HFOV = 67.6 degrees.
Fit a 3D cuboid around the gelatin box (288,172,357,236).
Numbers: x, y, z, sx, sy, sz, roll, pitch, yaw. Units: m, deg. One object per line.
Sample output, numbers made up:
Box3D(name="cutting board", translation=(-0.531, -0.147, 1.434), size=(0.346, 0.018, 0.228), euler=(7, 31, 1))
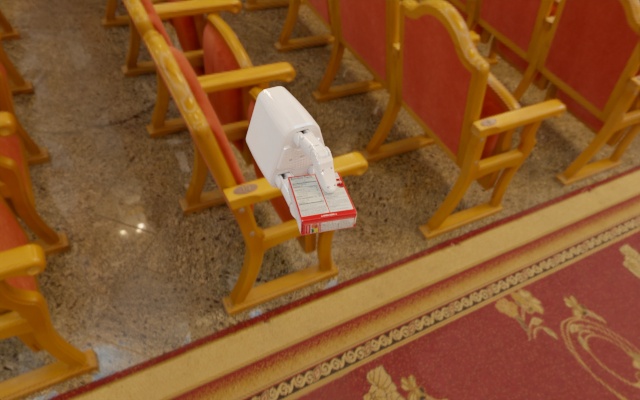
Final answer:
Box3D(name="gelatin box", translation=(0.000, 0.002, 0.635), size=(0.073, 0.030, 0.089), euler=(-8, 44, -13))
